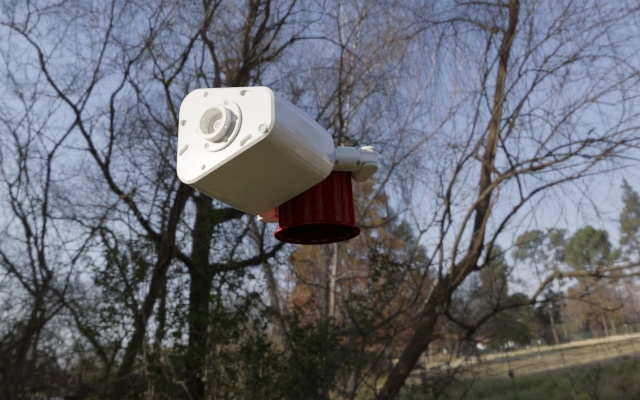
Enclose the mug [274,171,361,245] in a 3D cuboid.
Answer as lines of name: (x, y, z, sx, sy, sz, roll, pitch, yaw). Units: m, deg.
mug: (0.001, 0.002, 0.532, 0.093, 0.081, 0.117, -12, -20, 25)
